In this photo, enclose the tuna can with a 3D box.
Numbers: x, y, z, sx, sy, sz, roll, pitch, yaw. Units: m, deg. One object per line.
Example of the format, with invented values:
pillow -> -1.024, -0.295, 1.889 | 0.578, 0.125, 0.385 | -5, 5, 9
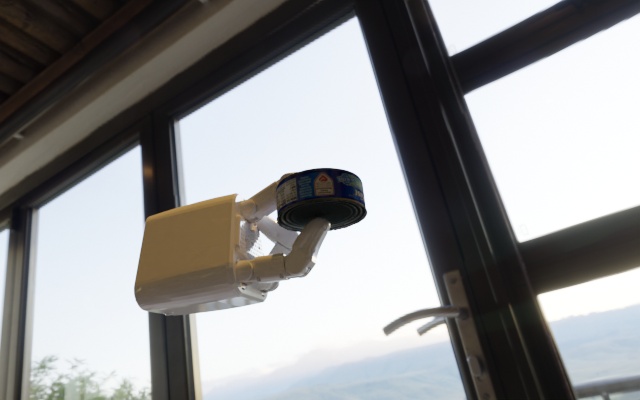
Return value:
tuna can -> 0.000, 0.001, 0.455 | 0.086, 0.033, 0.086 | -5, -22, -2
